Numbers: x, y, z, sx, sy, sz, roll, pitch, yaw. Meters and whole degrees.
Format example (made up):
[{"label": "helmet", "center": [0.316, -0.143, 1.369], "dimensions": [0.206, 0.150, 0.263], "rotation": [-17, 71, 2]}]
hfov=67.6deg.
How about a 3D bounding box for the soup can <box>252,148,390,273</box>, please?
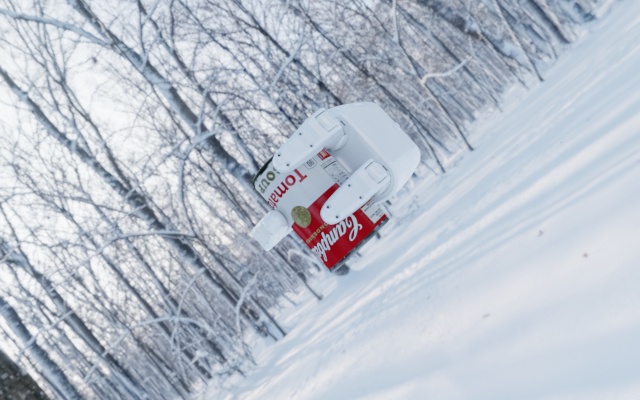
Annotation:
[{"label": "soup can", "center": [0.000, 0.001, 0.407], "dimensions": [0.068, 0.102, 0.068], "rotation": [-42, -4, -4]}]
